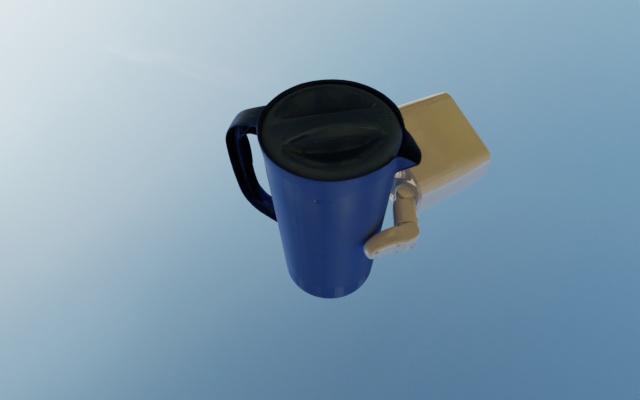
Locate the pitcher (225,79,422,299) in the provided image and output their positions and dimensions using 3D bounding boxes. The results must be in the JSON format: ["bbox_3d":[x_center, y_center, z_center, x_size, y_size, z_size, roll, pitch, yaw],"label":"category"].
[{"bbox_3d":[0.000,0.002,0.515,0.145,0.149,0.243,-24,-35,-18],"label":"pitcher"}]
